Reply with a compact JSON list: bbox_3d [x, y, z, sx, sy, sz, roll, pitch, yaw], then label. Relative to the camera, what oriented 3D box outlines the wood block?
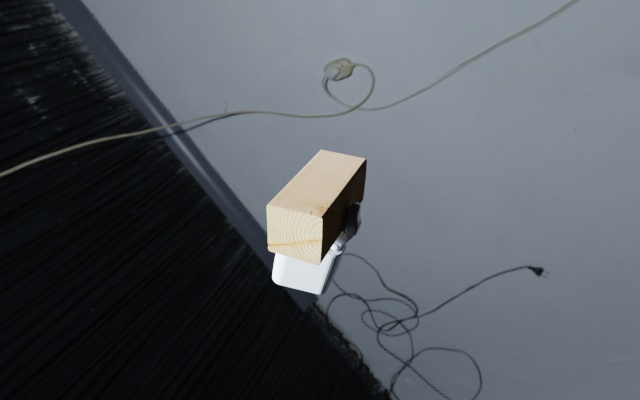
[{"bbox_3d":[0.000,0.003,0.788,0.091,0.090,0.206,14,34,18],"label":"wood block"}]
